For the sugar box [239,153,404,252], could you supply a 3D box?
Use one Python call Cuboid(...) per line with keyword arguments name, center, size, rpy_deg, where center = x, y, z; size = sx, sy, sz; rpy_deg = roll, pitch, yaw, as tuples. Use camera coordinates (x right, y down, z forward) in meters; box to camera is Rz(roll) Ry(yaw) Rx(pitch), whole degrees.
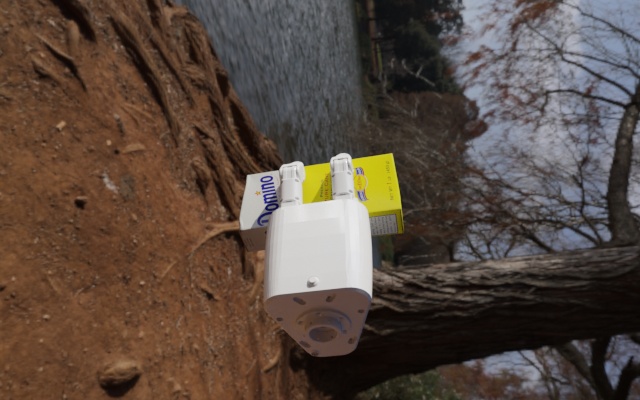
Cuboid(name="sugar box", center=(0.000, 0.001, 0.541), size=(0.176, 0.093, 0.048), rpy_deg=(-7, -45, 6))
